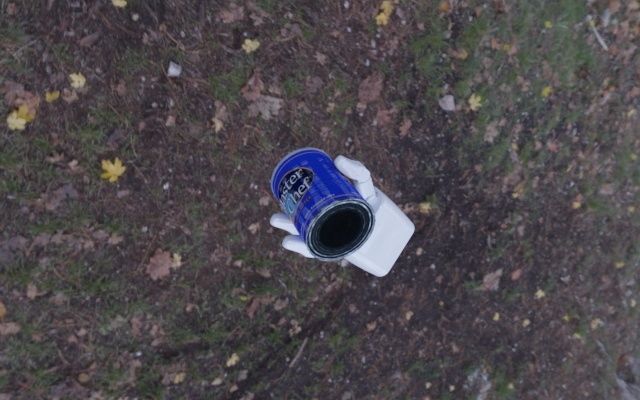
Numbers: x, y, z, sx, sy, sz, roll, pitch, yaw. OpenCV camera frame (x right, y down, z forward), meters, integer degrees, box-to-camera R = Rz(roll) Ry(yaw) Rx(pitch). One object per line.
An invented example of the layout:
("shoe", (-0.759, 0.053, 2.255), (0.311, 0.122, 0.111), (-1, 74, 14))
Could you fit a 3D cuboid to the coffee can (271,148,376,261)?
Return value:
("coffee can", (0.000, 0.002, 0.678), (0.103, 0.103, 0.140), (0, 33, -28))
